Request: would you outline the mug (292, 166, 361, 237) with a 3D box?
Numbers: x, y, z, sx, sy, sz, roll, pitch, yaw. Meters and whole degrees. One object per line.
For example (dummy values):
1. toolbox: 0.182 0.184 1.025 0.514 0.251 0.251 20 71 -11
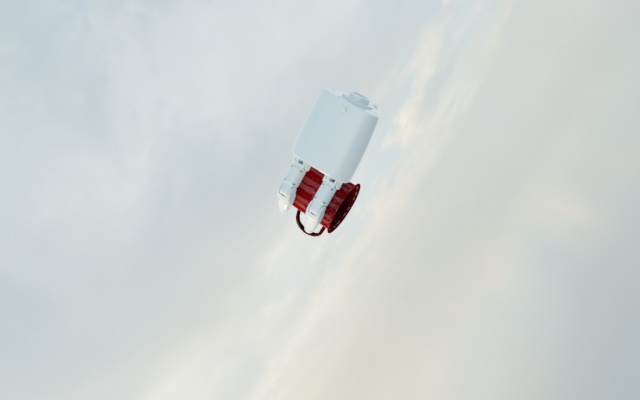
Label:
1. mug: -0.001 0.004 0.764 0.081 0.117 0.093 33 20 14
